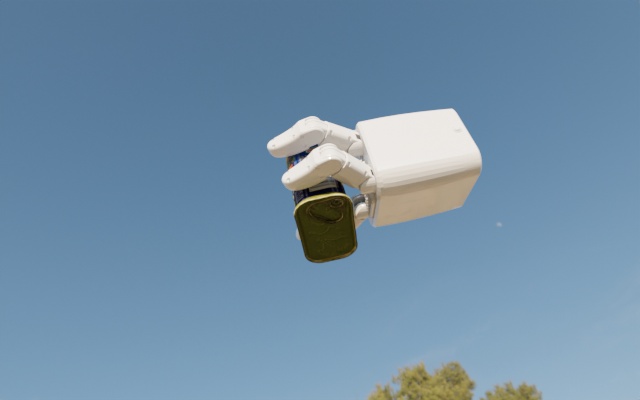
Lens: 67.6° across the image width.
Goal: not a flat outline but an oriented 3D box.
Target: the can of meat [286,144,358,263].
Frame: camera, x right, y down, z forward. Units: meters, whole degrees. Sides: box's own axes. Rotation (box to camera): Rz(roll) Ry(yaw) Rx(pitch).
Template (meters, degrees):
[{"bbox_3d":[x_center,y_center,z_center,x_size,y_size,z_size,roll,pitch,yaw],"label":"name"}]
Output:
[{"bbox_3d":[0.000,0.001,0.505,0.057,0.083,0.102,-13,-42,-1],"label":"can of meat"}]
